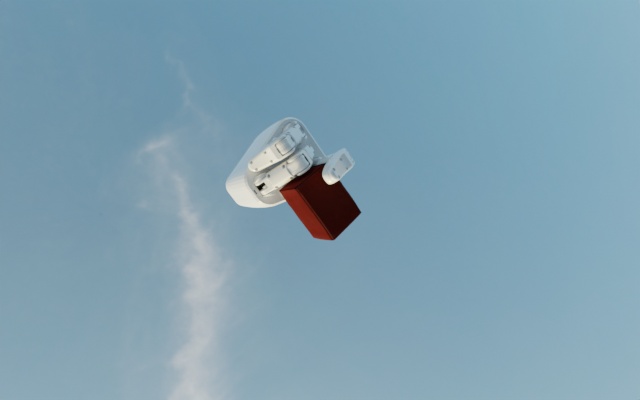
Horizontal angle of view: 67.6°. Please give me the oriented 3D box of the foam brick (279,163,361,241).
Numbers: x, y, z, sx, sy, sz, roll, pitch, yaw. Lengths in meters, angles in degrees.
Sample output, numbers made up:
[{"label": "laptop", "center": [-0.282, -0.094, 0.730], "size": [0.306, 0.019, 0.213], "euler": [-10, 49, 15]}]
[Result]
[{"label": "foam brick", "center": [0.000, 0.002, 0.574], "size": [0.053, 0.078, 0.051], "euler": [-41, 15, -23]}]
